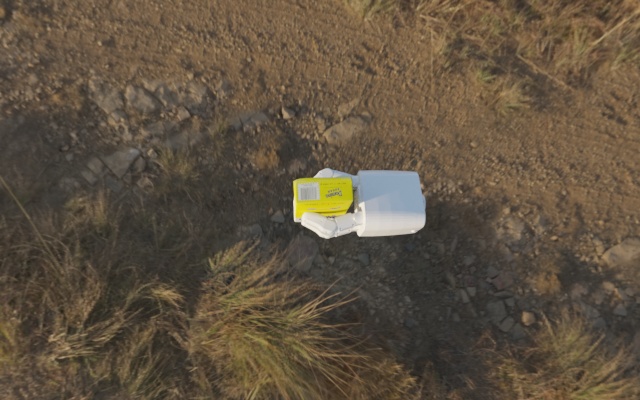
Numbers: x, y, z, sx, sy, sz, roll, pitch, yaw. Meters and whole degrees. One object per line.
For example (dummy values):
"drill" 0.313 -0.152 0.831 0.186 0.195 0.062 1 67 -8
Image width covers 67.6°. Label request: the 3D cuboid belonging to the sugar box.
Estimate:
"sugar box" 0.000 0.003 0.825 0.093 0.048 0.176 -2 -14 -3
